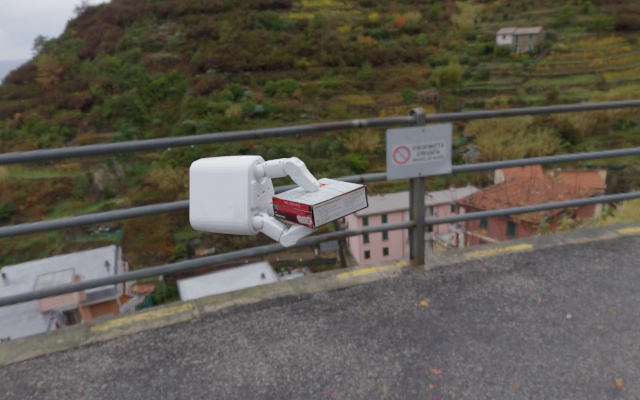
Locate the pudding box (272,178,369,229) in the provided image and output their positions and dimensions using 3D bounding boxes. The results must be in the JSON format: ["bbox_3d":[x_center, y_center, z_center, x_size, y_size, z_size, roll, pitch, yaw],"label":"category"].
[{"bbox_3d":[0.000,0.002,0.697,0.113,0.039,0.090,-22,24,-38],"label":"pudding box"}]
